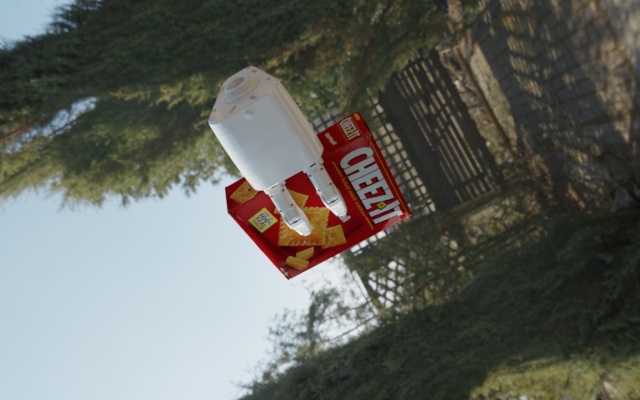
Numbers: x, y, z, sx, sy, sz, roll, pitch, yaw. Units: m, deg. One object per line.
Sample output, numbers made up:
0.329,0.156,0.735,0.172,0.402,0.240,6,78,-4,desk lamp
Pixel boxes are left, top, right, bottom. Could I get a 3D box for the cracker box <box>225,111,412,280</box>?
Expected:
0.000,0.002,0.673,0.214,0.164,0.072,-28,37,7,cracker box
